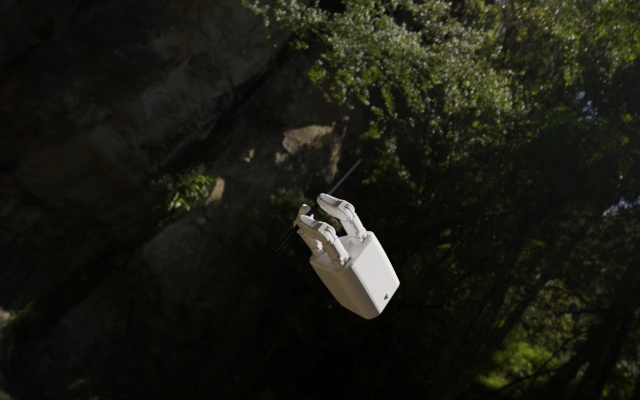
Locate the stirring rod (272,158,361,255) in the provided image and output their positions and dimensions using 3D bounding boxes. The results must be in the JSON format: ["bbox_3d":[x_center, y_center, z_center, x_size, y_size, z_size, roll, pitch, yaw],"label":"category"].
[{"bbox_3d":[0.000,0.003,0.756,0.011,0.011,0.239,0,37,45],"label":"stirring rod"}]
